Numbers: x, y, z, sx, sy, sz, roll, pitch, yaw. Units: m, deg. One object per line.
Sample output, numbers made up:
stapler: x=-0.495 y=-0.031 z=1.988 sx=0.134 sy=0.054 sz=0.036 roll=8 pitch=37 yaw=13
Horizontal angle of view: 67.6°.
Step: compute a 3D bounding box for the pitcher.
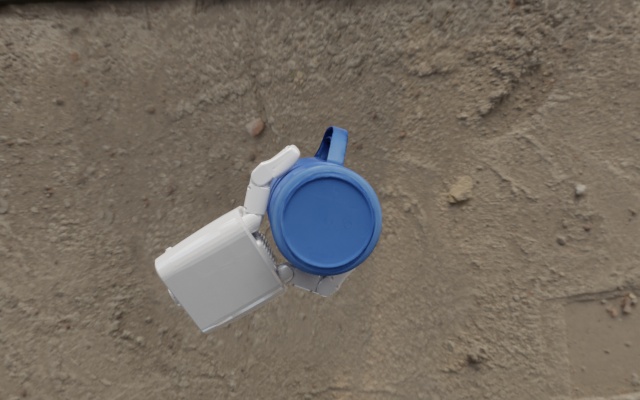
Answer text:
pitcher: x=0.000 y=0.002 z=0.566 sx=0.145 sy=0.149 sz=0.243 roll=-29 pitch=5 yaw=-2
